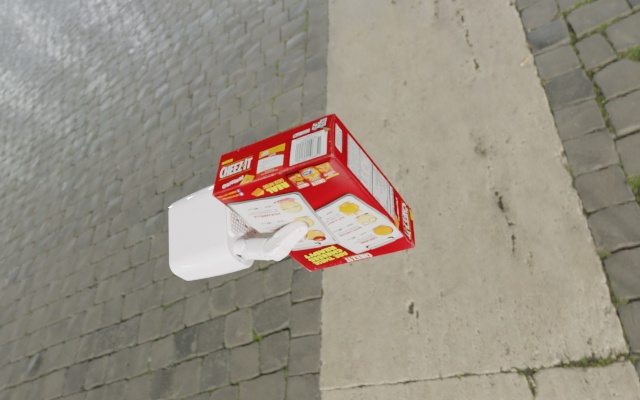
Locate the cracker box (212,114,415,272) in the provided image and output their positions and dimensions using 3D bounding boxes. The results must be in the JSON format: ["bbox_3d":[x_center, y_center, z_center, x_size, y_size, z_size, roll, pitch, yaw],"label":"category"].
[{"bbox_3d":[0.000,0.002,0.597,0.164,0.072,0.214,-17,-39,28],"label":"cracker box"}]
